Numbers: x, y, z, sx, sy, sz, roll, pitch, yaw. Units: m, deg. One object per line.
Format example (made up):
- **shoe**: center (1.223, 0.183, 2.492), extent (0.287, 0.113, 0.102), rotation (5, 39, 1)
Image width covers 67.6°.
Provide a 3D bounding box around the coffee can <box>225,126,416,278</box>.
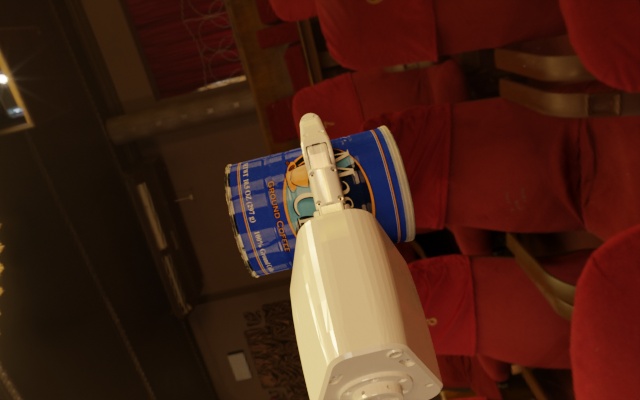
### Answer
- **coffee can**: center (0.000, 0.001, 0.417), extent (0.140, 0.103, 0.103), rotation (-14, 0, 1)
